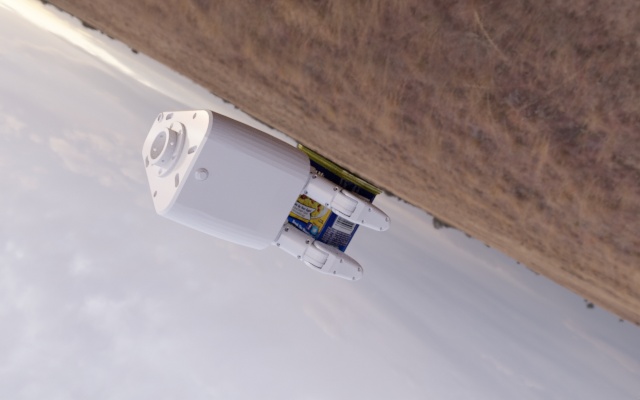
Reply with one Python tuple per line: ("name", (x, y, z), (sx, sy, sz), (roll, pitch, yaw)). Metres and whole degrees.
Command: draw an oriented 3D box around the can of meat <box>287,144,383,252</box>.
("can of meat", (0.000, 0.002, 0.488), (0.057, 0.084, 0.102), (23, 8, -46))
